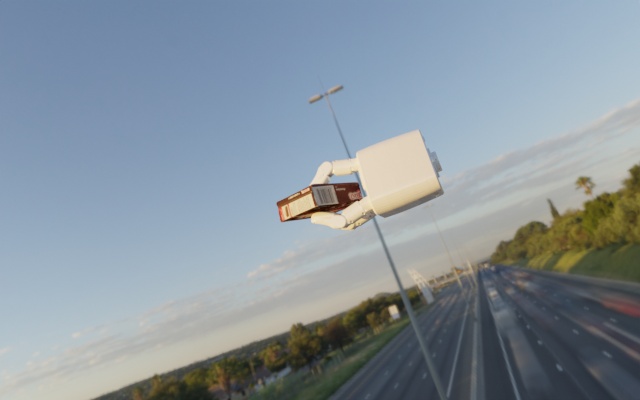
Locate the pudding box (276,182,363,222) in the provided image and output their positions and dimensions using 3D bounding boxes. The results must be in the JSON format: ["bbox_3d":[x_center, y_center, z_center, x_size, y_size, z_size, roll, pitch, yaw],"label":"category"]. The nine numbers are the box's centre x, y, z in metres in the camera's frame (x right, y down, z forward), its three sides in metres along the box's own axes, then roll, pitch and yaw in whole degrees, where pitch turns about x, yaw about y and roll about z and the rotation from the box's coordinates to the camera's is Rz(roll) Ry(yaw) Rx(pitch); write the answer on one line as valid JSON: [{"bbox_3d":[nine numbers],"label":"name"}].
[{"bbox_3d":[0.000,0.002,0.771,0.113,0.039,0.090,-3,-16,-45],"label":"pudding box"}]
